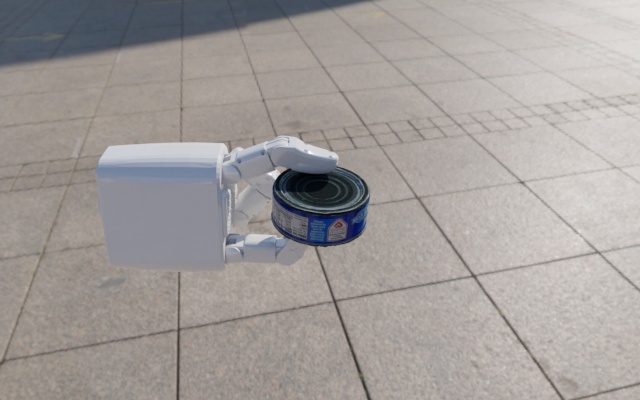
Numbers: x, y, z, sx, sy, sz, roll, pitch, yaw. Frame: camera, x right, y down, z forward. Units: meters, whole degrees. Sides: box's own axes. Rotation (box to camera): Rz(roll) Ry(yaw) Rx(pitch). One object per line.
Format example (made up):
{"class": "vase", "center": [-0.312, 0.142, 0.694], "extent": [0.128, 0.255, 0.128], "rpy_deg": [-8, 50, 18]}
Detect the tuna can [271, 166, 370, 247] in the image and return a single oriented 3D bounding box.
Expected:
{"class": "tuna can", "center": [0.000, 0.001, 0.417], "extent": [0.086, 0.034, 0.086], "rpy_deg": [4, 33, -2]}
